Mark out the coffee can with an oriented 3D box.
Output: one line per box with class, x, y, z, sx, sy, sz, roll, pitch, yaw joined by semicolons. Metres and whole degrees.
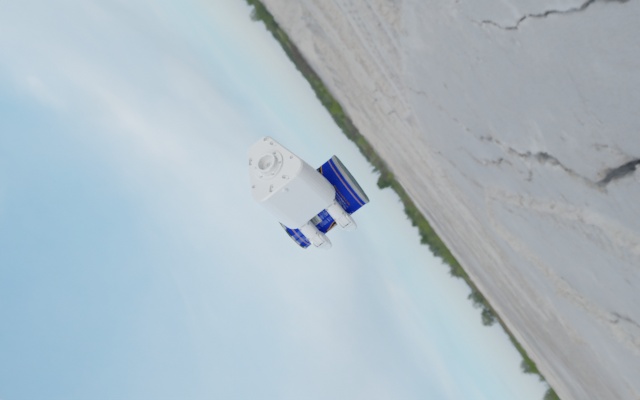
coffee can;0.000;0.003;0.836;0.140;0.103;0.103;-37;-6;8
